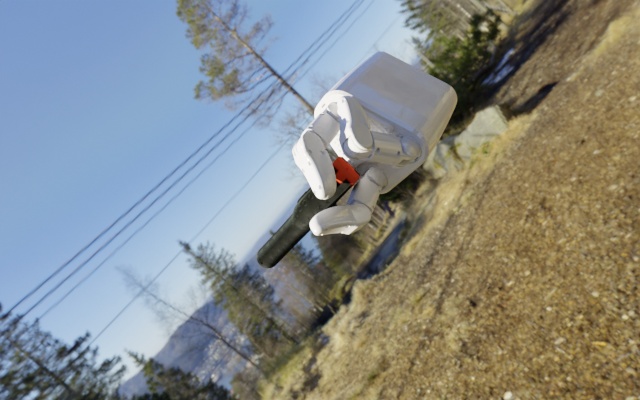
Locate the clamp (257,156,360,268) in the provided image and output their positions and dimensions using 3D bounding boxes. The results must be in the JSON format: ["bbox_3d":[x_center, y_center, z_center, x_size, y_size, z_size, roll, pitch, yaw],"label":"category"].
[{"bbox_3d":[0.000,0.001,0.499,0.120,0.039,0.171,-51,4,-40],"label":"clamp"}]
